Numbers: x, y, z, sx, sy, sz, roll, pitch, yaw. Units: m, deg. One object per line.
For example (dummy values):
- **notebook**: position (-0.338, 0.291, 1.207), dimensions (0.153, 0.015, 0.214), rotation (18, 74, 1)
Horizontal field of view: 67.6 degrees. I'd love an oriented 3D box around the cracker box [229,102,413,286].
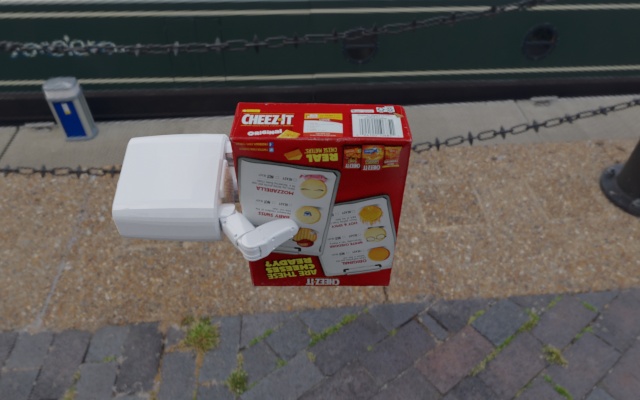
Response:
- **cracker box**: position (0.000, 0.002, 0.511), dimensions (0.164, 0.214, 0.072), rotation (0, 44, 0)
